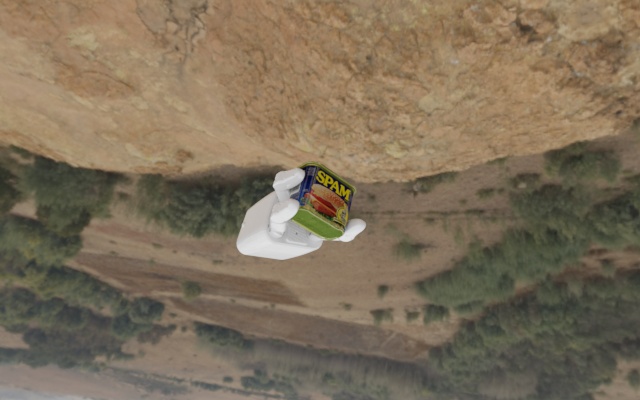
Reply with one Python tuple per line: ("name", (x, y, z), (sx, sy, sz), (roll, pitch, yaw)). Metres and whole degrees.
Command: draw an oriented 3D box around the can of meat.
("can of meat", (0.000, 0.003, 0.738), (0.102, 0.084, 0.057), (33, -34, -29))
